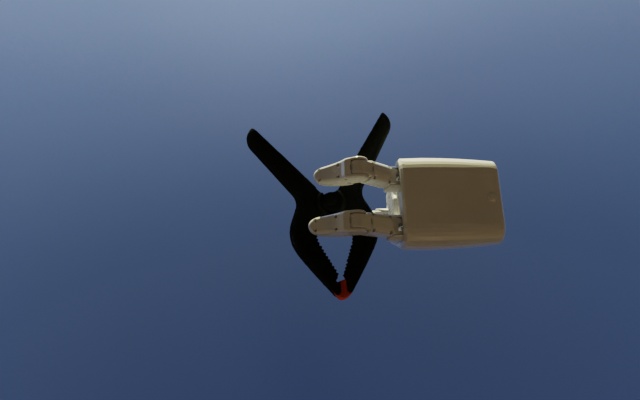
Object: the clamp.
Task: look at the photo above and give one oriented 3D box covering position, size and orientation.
[{"bbox_3d":[0.000,0.002,0.522,0.164,0.210,0.036,-1,-17,0],"label":"clamp"}]
